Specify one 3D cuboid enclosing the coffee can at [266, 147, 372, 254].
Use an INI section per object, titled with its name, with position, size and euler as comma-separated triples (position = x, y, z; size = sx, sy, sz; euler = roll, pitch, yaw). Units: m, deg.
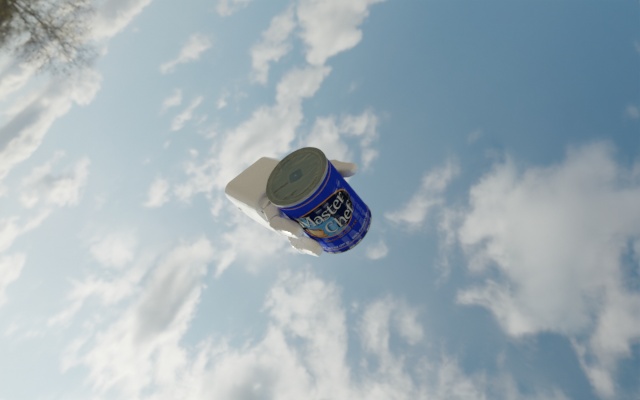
[coffee can]
position = 0.000, 0.002, 0.719
size = 0.103, 0.102, 0.140
euler = 0, -34, 39
